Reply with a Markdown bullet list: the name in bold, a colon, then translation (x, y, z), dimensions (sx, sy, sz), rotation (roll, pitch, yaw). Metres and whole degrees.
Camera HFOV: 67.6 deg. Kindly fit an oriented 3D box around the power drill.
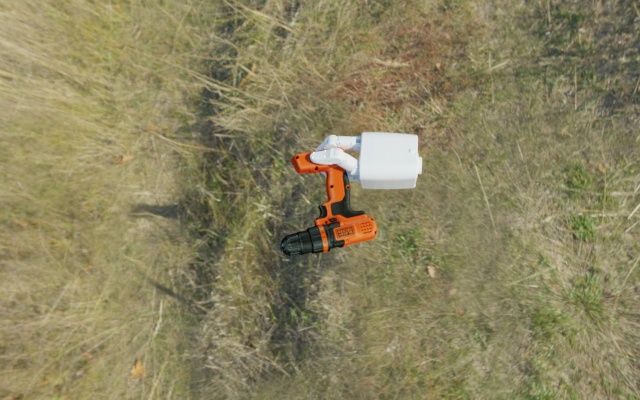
- **power drill**: translation (0.000, 0.002, 0.895), dimensions (0.184, 0.187, 0.057), rotation (-11, -7, -14)
